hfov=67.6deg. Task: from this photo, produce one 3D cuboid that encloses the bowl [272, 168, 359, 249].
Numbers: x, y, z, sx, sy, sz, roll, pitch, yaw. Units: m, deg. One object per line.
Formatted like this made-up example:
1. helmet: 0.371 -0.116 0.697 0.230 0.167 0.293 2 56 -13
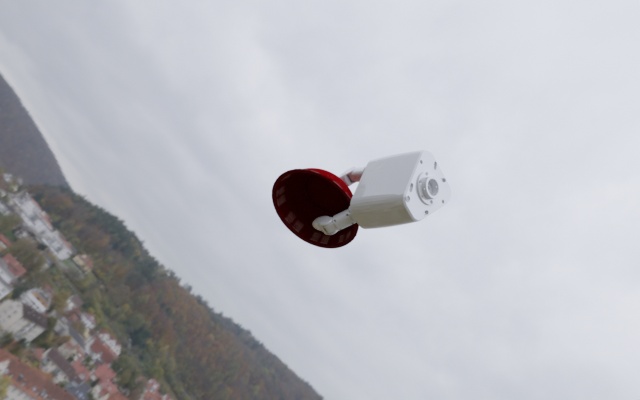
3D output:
1. bowl: -0.001 0.002 0.807 0.162 0.162 0.055 0 35 32
